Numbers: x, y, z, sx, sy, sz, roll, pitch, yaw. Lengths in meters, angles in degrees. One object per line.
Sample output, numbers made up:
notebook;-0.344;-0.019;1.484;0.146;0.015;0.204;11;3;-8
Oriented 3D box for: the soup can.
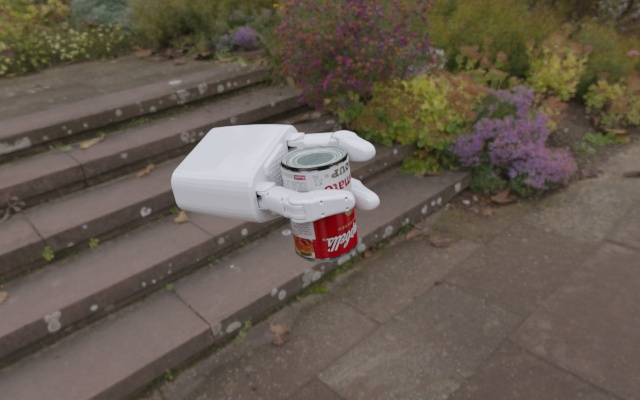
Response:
soup can;0.000;0.001;0.485;0.068;0.102;0.068;-7;25;3
